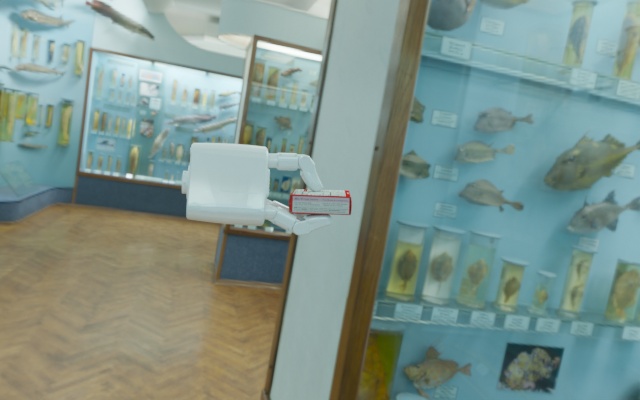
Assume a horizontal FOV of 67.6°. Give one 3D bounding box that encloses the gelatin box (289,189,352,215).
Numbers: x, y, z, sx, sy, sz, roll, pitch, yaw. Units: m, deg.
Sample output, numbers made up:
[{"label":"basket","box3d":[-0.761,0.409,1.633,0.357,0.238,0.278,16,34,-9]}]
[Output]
[{"label":"gelatin box","box3d":[0.000,0.002,0.704,0.089,0.030,0.073,1,7,1]}]
